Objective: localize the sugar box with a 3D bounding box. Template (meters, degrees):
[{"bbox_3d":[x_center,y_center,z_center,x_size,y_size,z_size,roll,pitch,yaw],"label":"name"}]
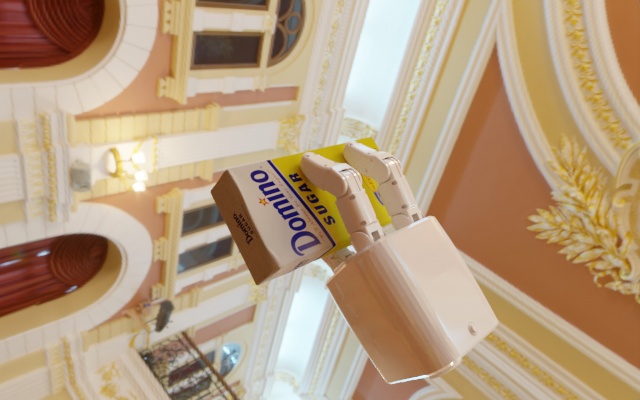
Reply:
[{"bbox_3d":[0.001,0.001,0.435,0.176,0.093,0.048,-18,-16,-43],"label":"sugar box"}]
